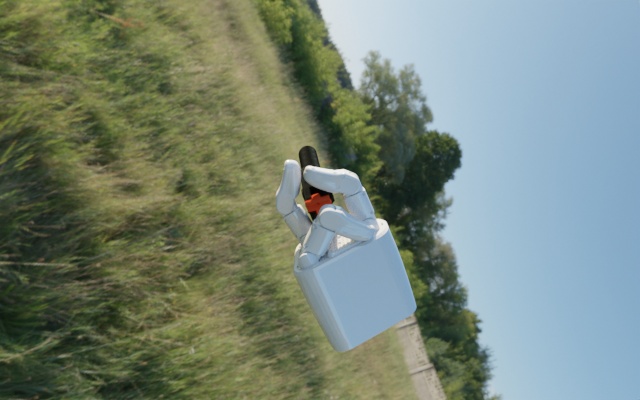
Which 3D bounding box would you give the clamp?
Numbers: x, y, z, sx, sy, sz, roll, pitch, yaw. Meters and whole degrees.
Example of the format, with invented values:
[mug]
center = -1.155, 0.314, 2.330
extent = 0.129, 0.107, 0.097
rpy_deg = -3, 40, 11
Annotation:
[clamp]
center = 0.001, 0.002, 0.587
extent = 0.039, 0.120, 0.171
rpy_deg = -22, 16, 6
